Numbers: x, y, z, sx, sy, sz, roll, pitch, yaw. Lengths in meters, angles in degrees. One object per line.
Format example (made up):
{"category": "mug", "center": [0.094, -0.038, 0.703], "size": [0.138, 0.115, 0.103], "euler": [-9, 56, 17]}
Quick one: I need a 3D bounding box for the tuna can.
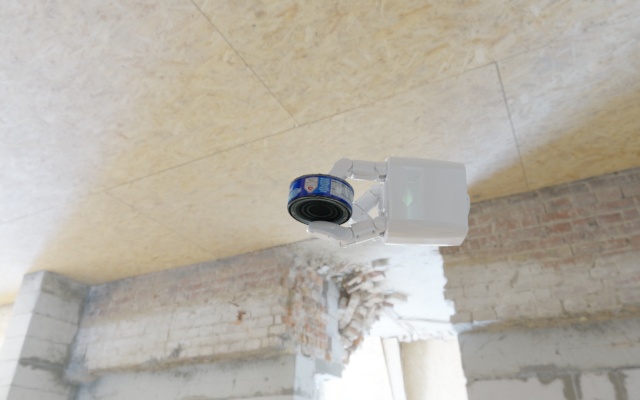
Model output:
{"category": "tuna can", "center": [0.000, 0.003, 0.617], "size": [0.086, 0.033, 0.086], "euler": [5, -30, 3]}
